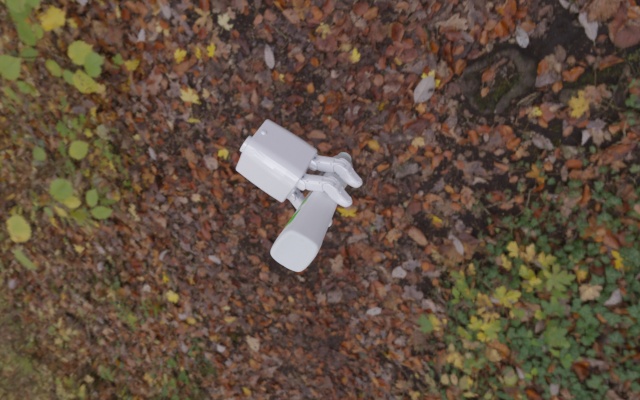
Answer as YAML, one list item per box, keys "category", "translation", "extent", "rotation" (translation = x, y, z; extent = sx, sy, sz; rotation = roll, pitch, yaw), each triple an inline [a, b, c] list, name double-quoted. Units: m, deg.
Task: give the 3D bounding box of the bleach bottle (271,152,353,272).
- category: "bleach bottle"
  translation: [0.000, 0.003, 0.855]
  extent: [0.068, 0.250, 0.103]
  rotation: [33, -43, -5]
